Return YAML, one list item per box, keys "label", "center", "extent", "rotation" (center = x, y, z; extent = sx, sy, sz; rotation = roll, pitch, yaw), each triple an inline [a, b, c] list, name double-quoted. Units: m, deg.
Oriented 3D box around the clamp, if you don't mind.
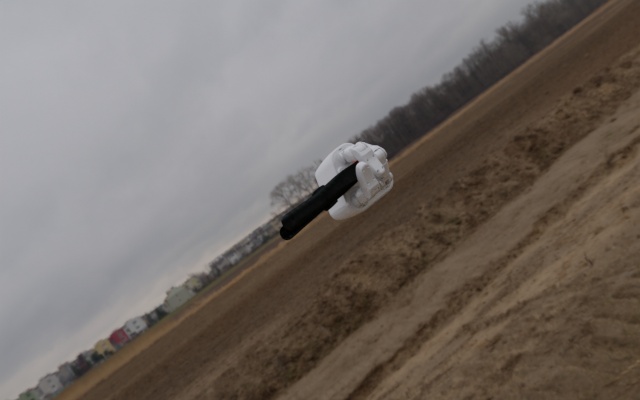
- label: "clamp"
  center: [0.000, 0.002, 0.742]
  extent: [0.171, 0.039, 0.120]
  rotation: [-36, -1, -21]
